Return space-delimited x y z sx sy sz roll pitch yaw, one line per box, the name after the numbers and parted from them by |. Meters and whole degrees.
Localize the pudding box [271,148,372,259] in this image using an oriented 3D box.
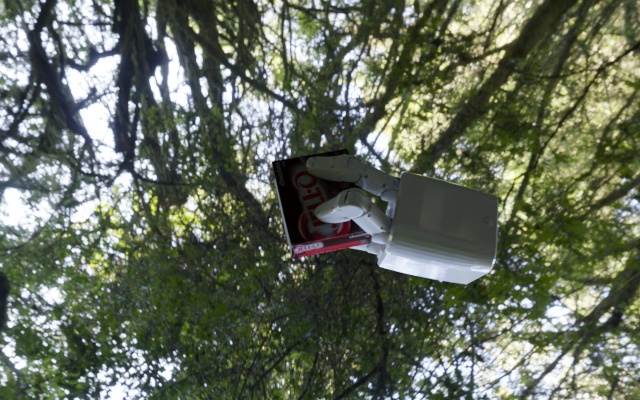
0.000 0.002 0.526 0.090 0.113 0.039 -10 -34 -10 | pudding box
